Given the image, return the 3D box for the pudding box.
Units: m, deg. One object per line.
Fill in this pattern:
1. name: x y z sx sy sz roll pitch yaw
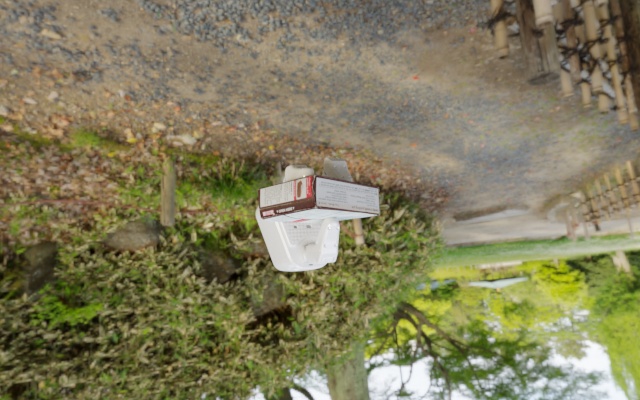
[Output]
1. pudding box: 0.000 0.002 0.542 0.090 0.039 0.113 -13 -12 41
